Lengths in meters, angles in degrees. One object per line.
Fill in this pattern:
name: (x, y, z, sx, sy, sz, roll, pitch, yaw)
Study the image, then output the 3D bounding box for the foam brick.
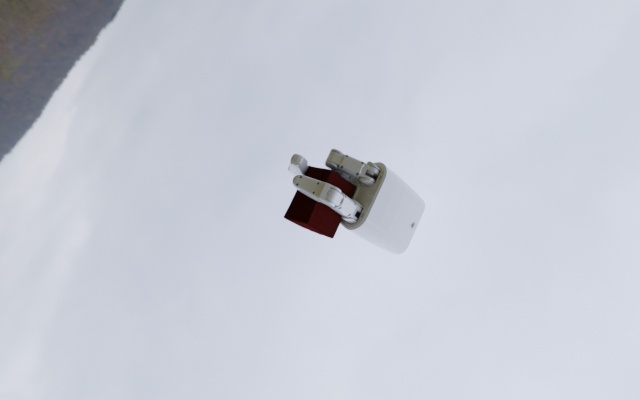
foam brick: (0.000, 0.002, 0.621, 0.051, 0.078, 0.053, 33, -11, -38)
